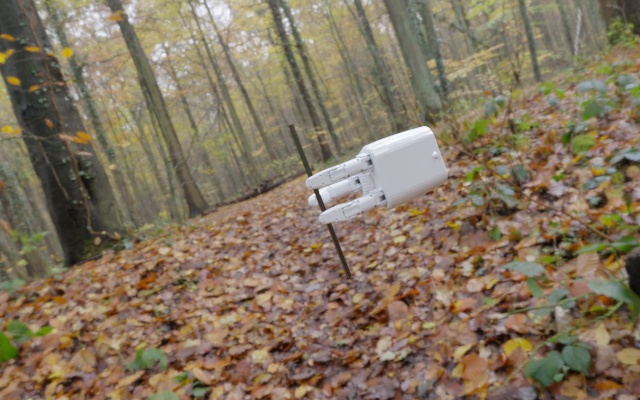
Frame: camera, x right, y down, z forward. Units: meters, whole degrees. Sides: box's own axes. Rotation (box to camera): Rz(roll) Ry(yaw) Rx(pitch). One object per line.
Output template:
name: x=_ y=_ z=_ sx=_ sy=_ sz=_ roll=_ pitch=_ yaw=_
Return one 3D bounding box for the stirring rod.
stirring rod: x=0.000 y=0.002 z=0.703 sx=0.011 sy=0.239 sz=0.011 roll=-21 pitch=5 yaw=2
